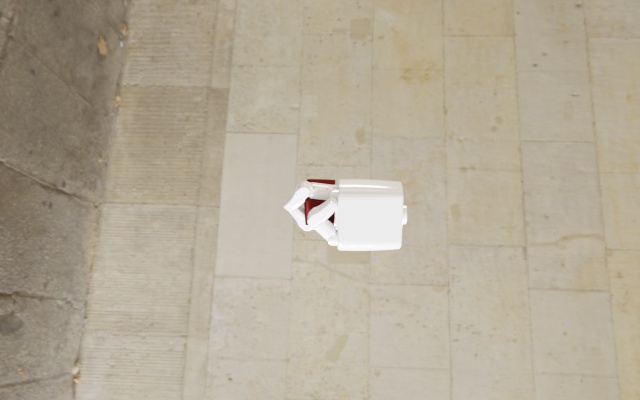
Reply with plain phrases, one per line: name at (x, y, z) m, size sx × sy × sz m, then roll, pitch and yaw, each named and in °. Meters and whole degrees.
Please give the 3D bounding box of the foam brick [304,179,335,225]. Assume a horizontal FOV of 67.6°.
foam brick at (0.000, 0.002, 0.833) m, size 0.051 × 0.053 × 0.078 m, roll 0°, pitch 30°, yaw 3°
